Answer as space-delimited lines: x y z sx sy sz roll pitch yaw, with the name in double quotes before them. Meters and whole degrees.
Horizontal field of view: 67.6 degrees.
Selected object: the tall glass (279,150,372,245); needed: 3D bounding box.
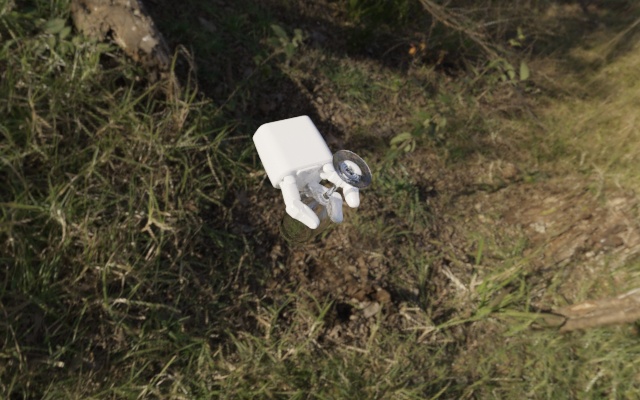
"tall glass" 0.000 0.002 0.824 0.079 0.079 0.201 0 -33 -37
